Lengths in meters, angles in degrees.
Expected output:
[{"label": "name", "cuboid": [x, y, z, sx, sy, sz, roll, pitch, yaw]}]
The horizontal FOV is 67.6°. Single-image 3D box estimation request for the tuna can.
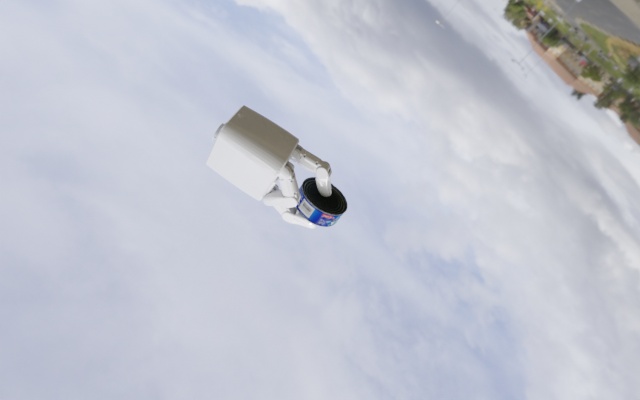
[{"label": "tuna can", "cuboid": [0.000, 0.003, 0.797, 0.086, 0.086, 0.034, 0, -43, -41]}]
